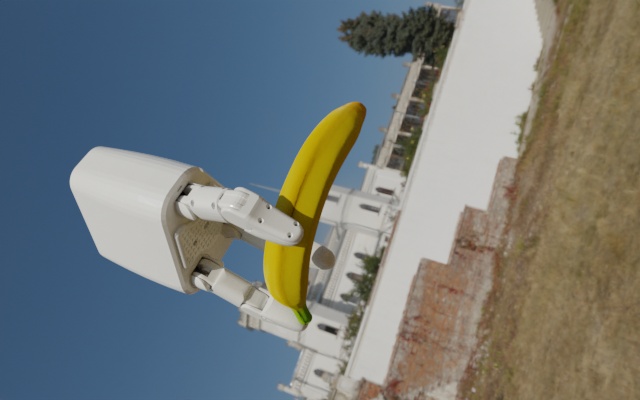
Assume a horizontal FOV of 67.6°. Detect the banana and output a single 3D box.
[{"bbox_3d":[-0.007,0.000,0.389,0.037,0.198,0.070,14,-7,23],"label":"banana"}]
